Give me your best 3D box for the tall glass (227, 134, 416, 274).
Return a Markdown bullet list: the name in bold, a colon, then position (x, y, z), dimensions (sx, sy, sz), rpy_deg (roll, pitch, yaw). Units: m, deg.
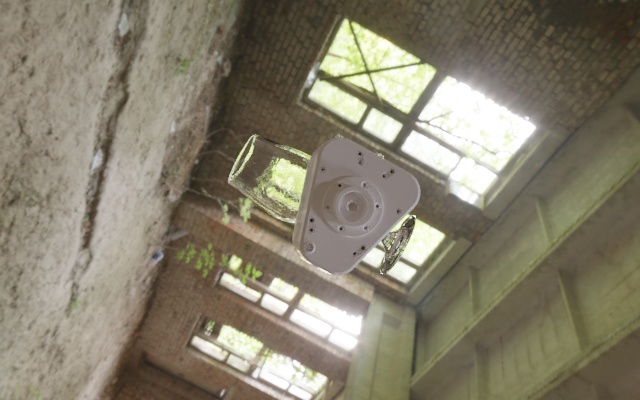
- **tall glass**: position (0.001, 0.002, 0.530), dimensions (0.201, 0.079, 0.079), rpy_deg (29, -2, -3)
